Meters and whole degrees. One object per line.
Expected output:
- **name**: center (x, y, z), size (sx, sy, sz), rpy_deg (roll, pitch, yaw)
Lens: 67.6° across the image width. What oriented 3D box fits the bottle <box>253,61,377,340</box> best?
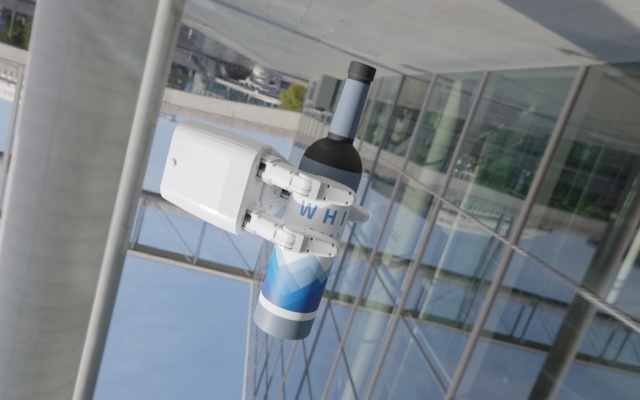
- **bottle**: center (0.000, 0.002, 0.508), size (0.069, 0.296, 0.069), rpy_deg (17, 11, -3)
